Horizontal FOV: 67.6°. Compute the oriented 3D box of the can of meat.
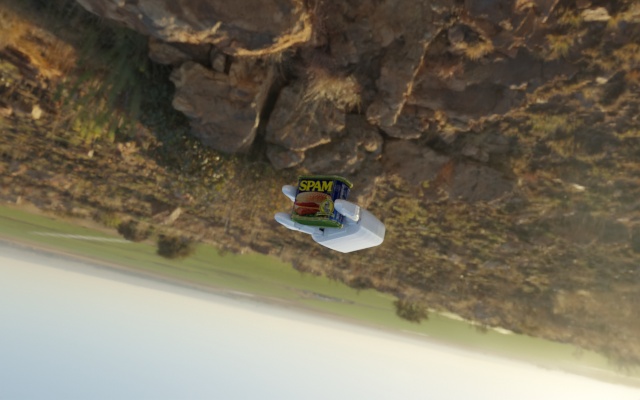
[{"bbox_3d":[0.000,0.003,0.867,0.102,0.084,0.057,3,-17,31],"label":"can of meat"}]
